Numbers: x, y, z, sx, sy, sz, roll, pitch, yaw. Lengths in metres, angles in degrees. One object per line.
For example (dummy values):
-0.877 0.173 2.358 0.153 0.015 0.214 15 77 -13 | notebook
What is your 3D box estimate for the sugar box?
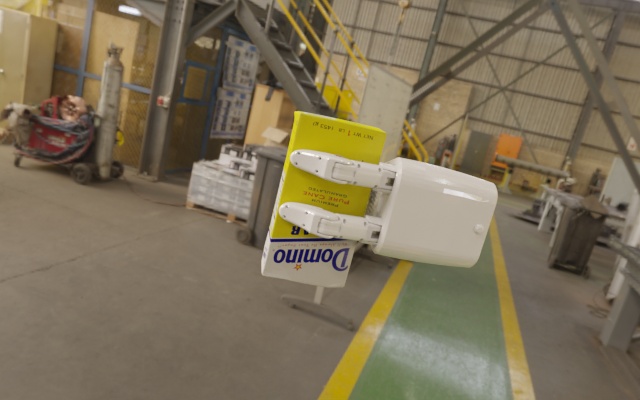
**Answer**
0.000 0.002 0.503 0.093 0.176 0.048 11 12 -11 | sugar box
